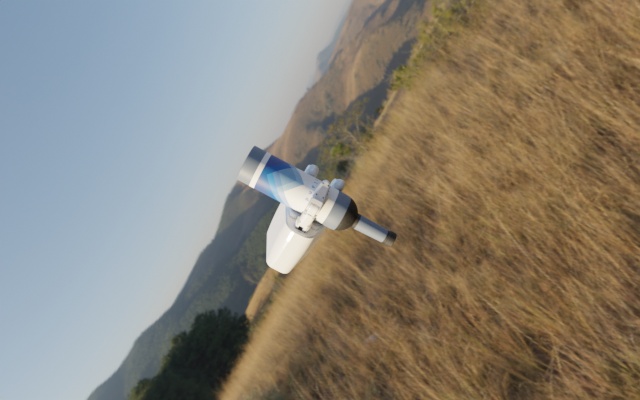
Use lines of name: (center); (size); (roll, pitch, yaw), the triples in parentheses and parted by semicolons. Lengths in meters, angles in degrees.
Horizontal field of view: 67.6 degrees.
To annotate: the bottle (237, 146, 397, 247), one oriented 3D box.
bottle: (0.000, 0.003, 0.839); (0.296, 0.069, 0.069); (28, -3, -5)
